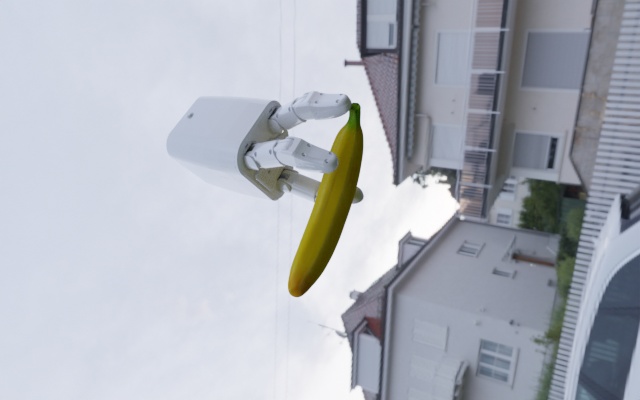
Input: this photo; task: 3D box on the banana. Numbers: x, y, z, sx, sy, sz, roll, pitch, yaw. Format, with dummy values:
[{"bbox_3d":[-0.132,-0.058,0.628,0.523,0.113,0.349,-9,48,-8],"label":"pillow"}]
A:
[{"bbox_3d":[0.008,0.002,0.489,0.037,0.198,0.070,13,-7,24],"label":"banana"}]
